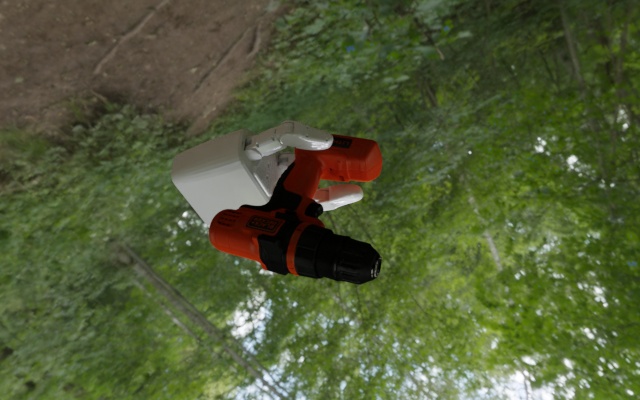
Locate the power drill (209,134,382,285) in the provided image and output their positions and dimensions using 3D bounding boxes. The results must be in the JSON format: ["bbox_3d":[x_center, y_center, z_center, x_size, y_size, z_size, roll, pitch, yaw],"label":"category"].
[{"bbox_3d":[0.000,0.001,0.511,0.184,0.057,0.187,12,43,24],"label":"power drill"}]
